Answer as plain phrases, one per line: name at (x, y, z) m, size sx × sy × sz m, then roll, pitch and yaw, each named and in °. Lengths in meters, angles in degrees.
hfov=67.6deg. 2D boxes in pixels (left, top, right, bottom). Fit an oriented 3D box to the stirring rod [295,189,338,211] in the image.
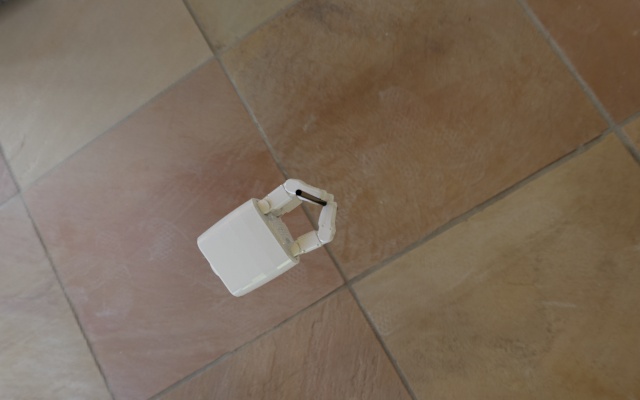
stirring rod at (0.000, 0.002, 0.663) m, size 0.011 × 0.011 × 0.239 m, roll 0°, pitch -5°, yaw 12°
